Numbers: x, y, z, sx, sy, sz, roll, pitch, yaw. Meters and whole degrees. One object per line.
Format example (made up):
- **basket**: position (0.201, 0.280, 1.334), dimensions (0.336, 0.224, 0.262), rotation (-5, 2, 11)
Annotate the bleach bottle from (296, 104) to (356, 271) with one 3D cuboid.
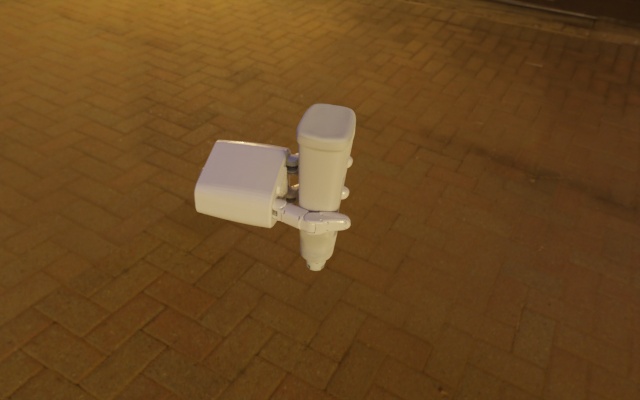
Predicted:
- **bleach bottle**: position (0.000, 0.002, 0.654), dimensions (0.068, 0.251, 0.102), rotation (10, 36, 6)
